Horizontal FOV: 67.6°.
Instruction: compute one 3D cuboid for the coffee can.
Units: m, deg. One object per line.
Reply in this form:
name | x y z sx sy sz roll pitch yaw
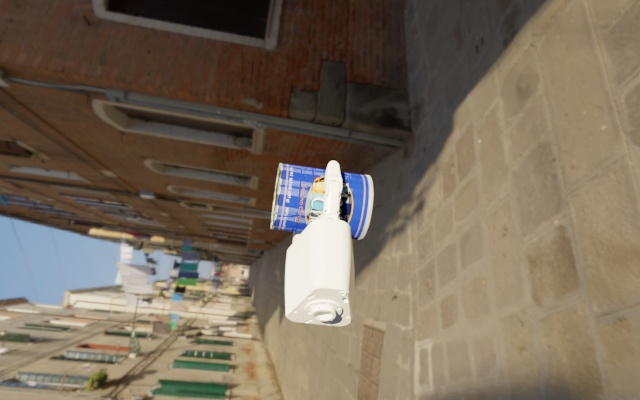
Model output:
coffee can | 0.000 0.002 0.732 0.140 0.103 0.103 8 -1 -8
